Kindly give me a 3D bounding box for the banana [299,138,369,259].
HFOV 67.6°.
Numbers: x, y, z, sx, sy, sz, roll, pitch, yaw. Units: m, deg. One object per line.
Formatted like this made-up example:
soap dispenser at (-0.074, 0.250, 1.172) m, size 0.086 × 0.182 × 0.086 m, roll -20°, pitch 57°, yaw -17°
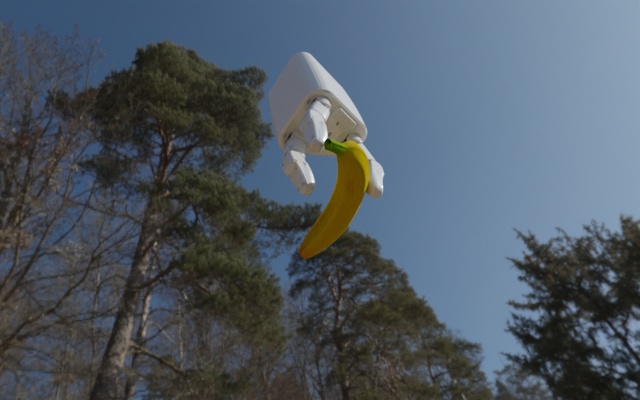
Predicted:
banana at (0.018, -0.002, 0.568) m, size 0.069 × 0.198 × 0.037 m, roll -4°, pitch 46°, yaw -17°
